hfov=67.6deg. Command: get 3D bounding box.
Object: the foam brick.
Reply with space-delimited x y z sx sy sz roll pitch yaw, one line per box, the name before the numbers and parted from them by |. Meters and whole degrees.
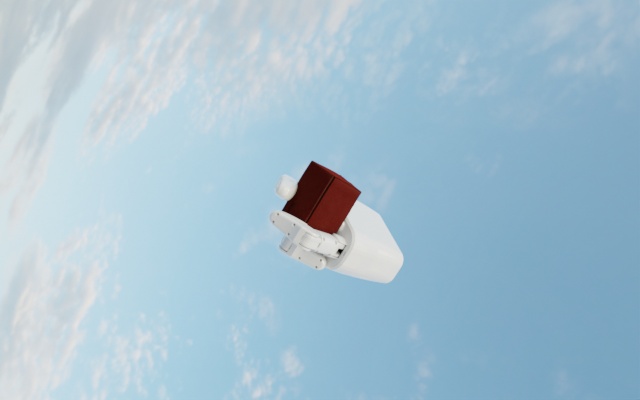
foam brick | 0.000 0.002 0.570 0.051 0.078 0.053 23 13 -40
